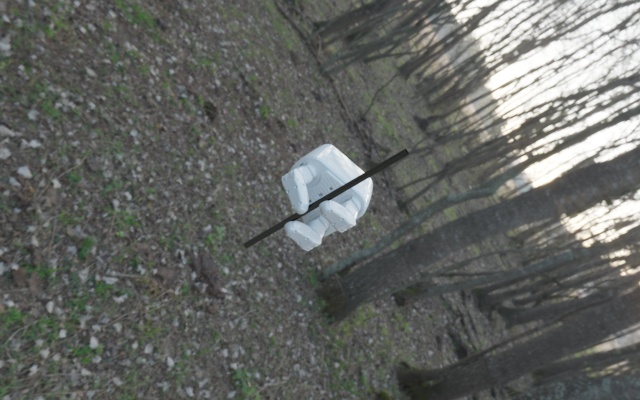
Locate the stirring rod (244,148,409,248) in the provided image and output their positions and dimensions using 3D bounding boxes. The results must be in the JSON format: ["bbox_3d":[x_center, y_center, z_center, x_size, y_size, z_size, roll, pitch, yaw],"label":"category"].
[{"bbox_3d":[0.000,0.002,0.578,0.239,0.011,0.011,-30,-12,21],"label":"stirring rod"}]
